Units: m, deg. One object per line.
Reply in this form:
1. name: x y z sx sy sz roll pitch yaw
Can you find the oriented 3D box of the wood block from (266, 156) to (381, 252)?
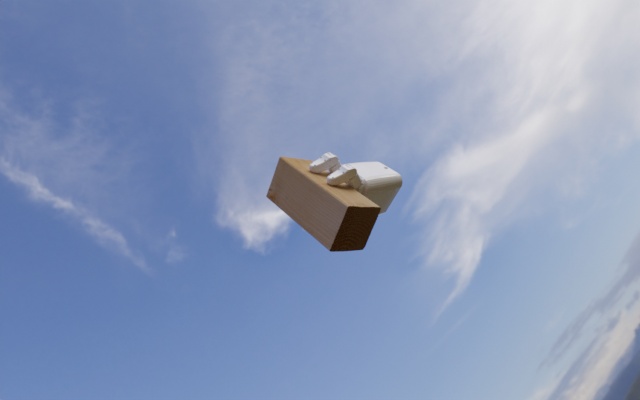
1. wood block: 0.000 0.003 0.892 0.090 0.091 0.206 2 25 -43
